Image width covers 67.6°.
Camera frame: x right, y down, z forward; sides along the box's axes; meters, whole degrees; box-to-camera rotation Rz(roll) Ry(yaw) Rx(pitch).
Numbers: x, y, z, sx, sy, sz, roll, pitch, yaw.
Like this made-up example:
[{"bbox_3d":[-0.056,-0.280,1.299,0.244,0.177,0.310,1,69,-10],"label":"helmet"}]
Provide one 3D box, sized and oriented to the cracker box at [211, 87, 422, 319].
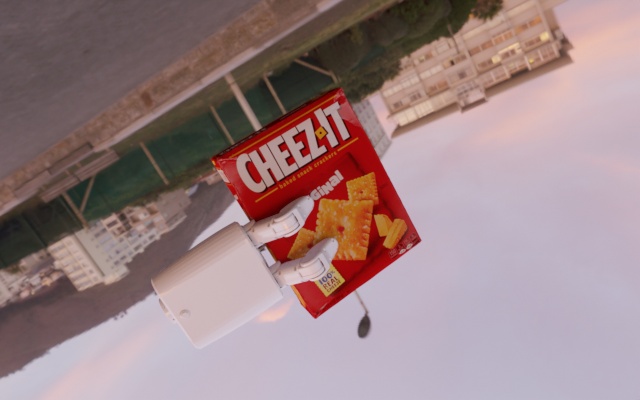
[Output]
[{"bbox_3d":[0.000,0.002,0.561,0.164,0.214,0.072,-33,14,-13],"label":"cracker box"}]
